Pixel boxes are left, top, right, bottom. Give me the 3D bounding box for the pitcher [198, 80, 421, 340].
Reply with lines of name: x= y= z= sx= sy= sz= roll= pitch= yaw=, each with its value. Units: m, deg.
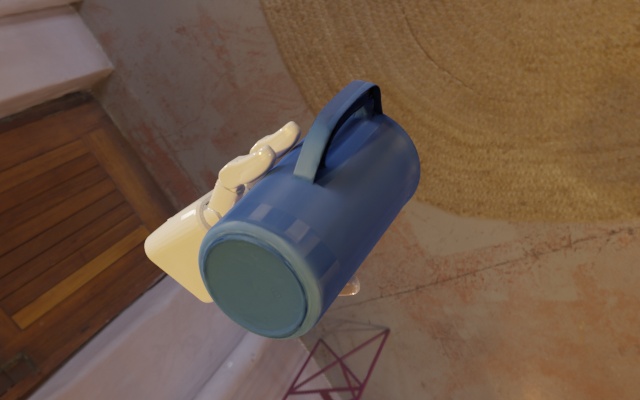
pitcher: x=0.000 y=0.002 z=0.442 sx=0.145 sy=0.149 sz=0.242 roll=-27 pitch=13 yaw=36
